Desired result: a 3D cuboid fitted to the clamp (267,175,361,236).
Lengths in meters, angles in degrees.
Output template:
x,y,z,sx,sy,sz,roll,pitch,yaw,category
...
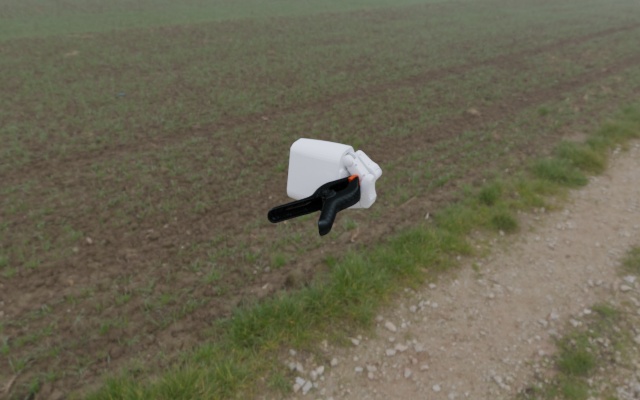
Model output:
x,y,z,sx,sy,sz,roll,pitch,yaw,category
0.000,0.002,0.766,0.120,0.039,0.171,12,30,30,clamp
